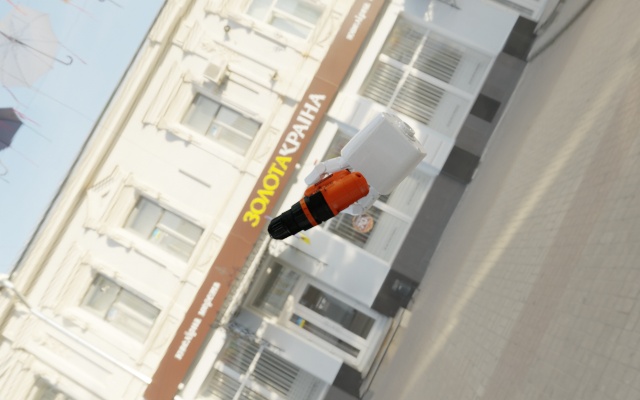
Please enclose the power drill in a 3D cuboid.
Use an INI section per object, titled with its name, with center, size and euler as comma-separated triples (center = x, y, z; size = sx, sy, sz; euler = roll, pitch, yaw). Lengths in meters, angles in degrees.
[power drill]
center = 0.000, 0.003, 0.851
size = 0.184, 0.057, 0.187
euler = -27, 7, 8
